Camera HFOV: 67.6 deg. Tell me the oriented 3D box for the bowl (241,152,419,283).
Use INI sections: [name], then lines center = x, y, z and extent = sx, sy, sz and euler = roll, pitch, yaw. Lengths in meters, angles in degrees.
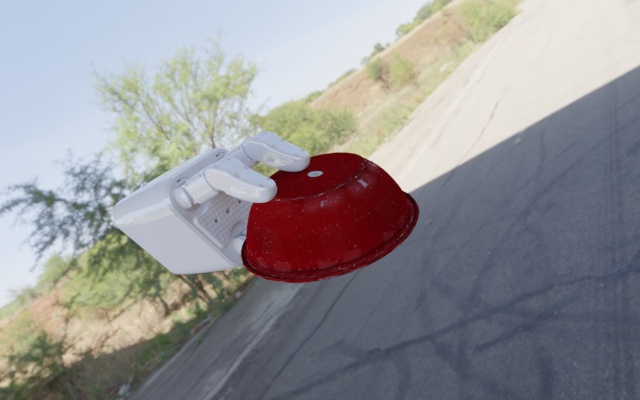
[bowl]
center = 0.001, 0.001, 0.413
extent = 0.162, 0.055, 0.162
euler = -14, 24, 6
